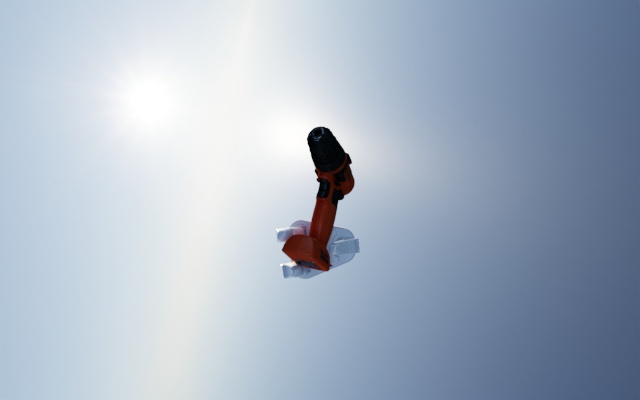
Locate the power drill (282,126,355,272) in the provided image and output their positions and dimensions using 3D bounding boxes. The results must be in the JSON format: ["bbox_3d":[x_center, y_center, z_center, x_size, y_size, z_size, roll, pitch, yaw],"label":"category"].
[{"bbox_3d":[0.000,0.003,0.722,0.057,0.187,0.184,11,-19,21],"label":"power drill"}]
